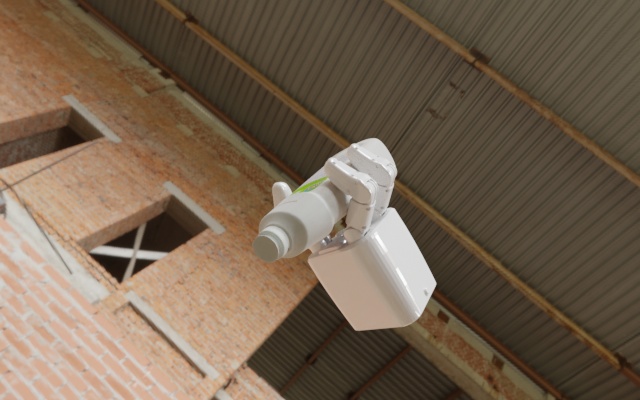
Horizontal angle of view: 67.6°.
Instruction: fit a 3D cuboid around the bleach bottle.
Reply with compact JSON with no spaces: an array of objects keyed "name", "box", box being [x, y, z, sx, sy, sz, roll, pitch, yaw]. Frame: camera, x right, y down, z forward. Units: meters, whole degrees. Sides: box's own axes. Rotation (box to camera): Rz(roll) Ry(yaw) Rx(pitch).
[{"name":"bleach bottle","box":[0.000,0.002,0.543,0.102,0.068,0.250,-28,7,35]}]
